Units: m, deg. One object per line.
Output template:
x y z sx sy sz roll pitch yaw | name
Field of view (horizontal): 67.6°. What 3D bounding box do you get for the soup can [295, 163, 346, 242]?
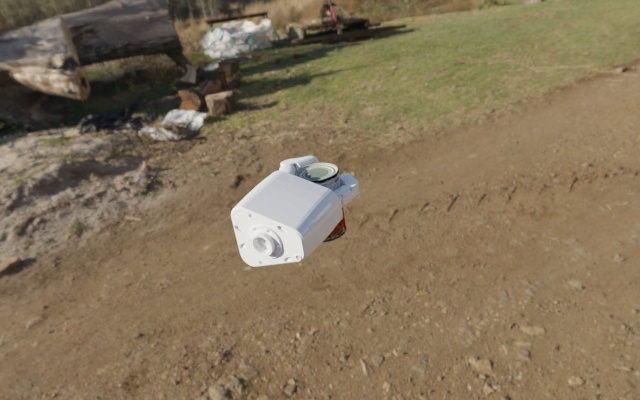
0.000 0.002 0.719 0.068 0.102 0.068 -7 27 3 | soup can
